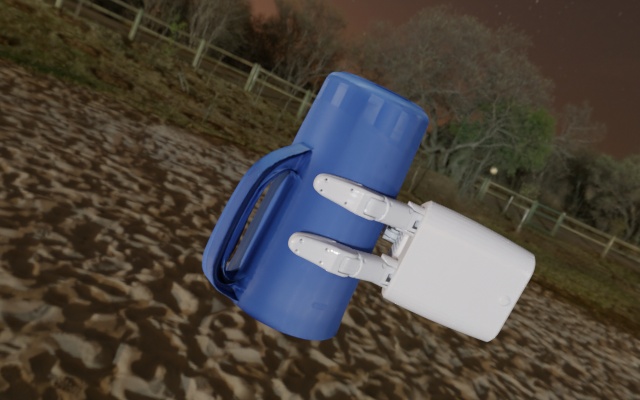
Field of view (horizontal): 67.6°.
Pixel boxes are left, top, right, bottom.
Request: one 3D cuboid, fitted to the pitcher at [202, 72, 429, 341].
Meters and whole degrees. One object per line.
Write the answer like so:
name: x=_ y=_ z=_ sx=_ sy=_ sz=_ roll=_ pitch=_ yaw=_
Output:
pitcher: x=0.000 y=0.002 z=0.469 sx=0.145 sy=0.243 sz=0.149 roll=26 pitch=10 yaw=2
